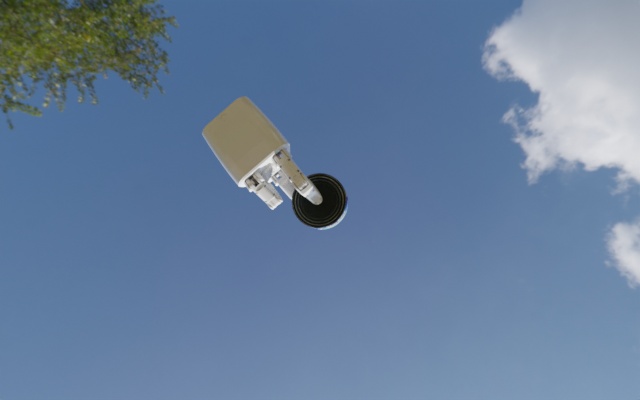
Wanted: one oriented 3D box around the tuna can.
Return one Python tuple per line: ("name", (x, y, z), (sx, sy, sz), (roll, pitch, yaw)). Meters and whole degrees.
("tuna can", (0.000, 0.003, 0.747), (0.086, 0.086, 0.034), (0, -9, 10))
